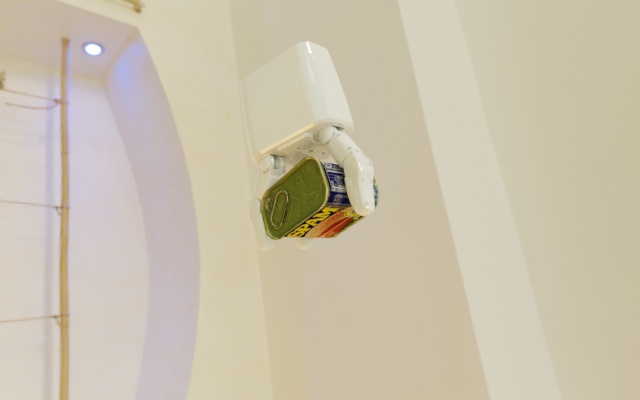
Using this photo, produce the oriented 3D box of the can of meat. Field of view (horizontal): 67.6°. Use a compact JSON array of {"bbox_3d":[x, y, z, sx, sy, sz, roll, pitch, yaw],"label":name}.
[{"bbox_3d":[0.000,0.002,0.509,0.084,0.057,0.102,5,-32,-43],"label":"can of meat"}]
